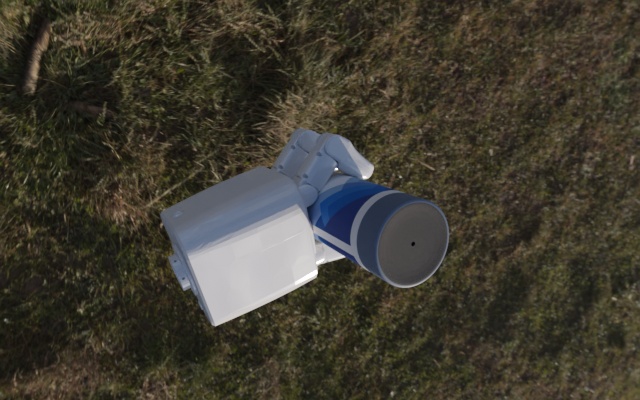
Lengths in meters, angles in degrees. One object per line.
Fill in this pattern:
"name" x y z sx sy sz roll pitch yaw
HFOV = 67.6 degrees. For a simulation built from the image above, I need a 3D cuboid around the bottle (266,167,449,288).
"bottle" 0.000 0.002 0.469 0.069 0.069 0.295 0 12 -28
